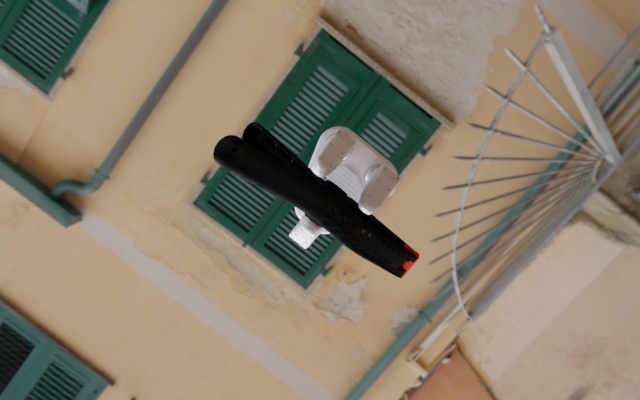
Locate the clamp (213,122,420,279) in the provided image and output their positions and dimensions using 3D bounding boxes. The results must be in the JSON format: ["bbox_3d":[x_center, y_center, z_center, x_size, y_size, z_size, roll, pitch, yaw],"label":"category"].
[{"bbox_3d":[0.000,0.002,0.421,0.210,0.036,0.164,38,11,-2],"label":"clamp"}]
